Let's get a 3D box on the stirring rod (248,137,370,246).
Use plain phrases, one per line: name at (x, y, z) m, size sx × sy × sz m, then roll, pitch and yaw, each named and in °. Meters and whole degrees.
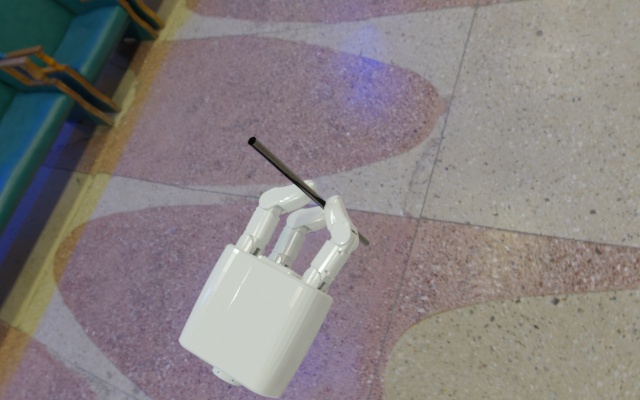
stirring rod at (0.000, 0.002, 0.478) m, size 0.011 × 0.011 × 0.240 m, roll 0°, pitch -24°, yaw 30°
